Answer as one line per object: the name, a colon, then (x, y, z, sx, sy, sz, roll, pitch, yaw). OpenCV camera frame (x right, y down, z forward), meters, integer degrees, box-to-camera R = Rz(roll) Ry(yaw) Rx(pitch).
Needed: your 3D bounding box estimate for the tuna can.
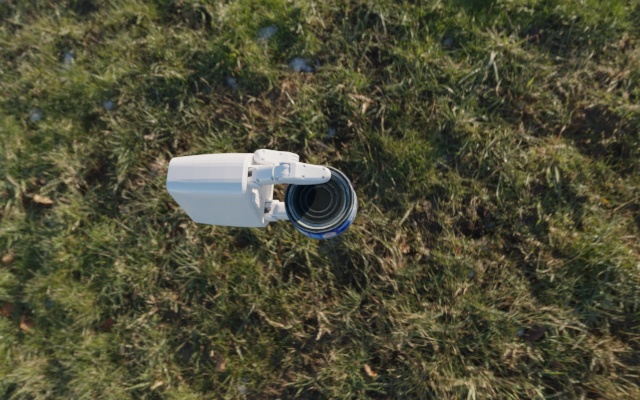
tuna can: (0.000, 0.002, 0.572, 0.086, 0.086, 0.034, 0, -16, 9)
